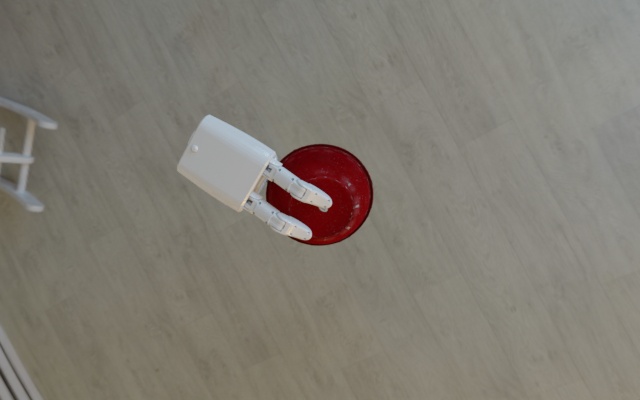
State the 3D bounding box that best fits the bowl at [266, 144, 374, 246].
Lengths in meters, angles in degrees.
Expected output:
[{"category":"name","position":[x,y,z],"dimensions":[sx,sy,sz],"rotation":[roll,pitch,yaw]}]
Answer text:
[{"category":"bowl","position":[0.001,0.003,0.692],"dimensions":[0.162,0.162,0.055],"rotation":[0,19,-3]}]
